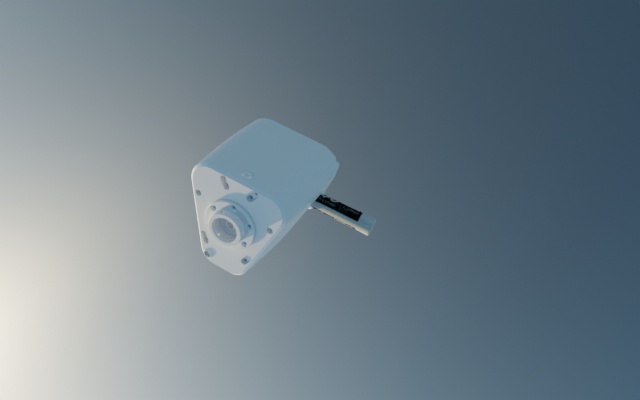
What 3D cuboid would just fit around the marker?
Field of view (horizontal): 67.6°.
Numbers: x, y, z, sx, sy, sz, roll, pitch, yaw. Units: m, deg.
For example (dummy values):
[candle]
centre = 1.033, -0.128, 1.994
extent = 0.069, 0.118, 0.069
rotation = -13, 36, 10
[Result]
[marker]
centre = 0.000, 0.002, 0.501
extent = 0.121, 0.020, 0.020
rotation = 27, 5, 11
